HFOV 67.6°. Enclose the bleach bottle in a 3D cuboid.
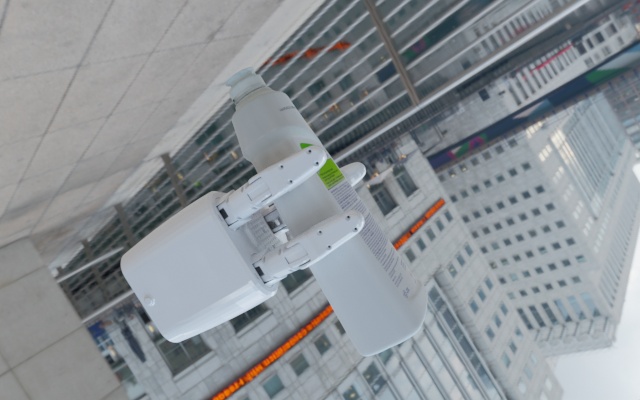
[{"bbox_3d":[0.000,0.001,0.412,0.068,0.251,0.102,-31,2,17],"label":"bleach bottle"}]
